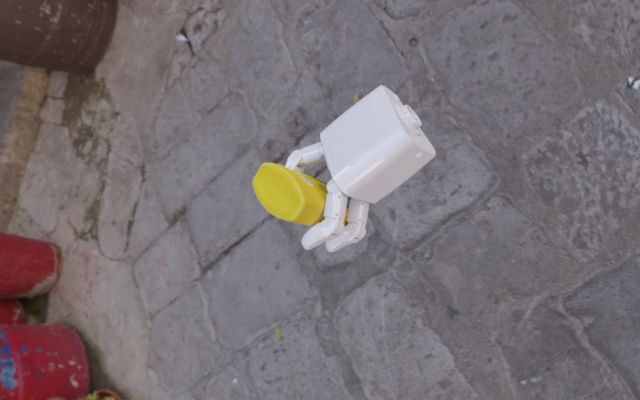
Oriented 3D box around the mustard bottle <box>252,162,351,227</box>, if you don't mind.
[{"bbox_3d":[0.000,0.002,0.663,0.096,0.058,0.192,39,14,34],"label":"mustard bottle"}]
